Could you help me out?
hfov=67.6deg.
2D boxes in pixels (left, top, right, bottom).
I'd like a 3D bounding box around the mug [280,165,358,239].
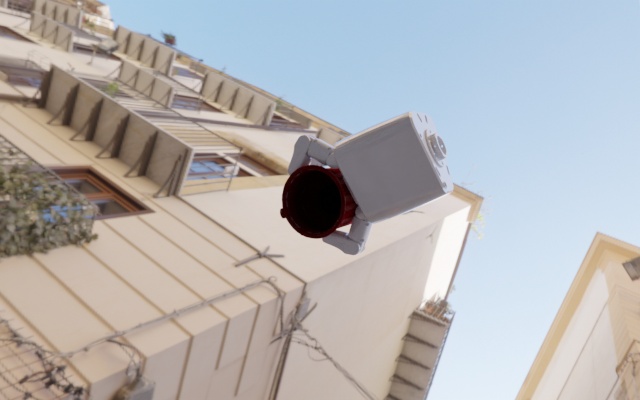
[{"bbox_3d":[-0.001,0.003,0.635,0.117,0.093,0.081,-22,-6,30],"label":"mug"}]
